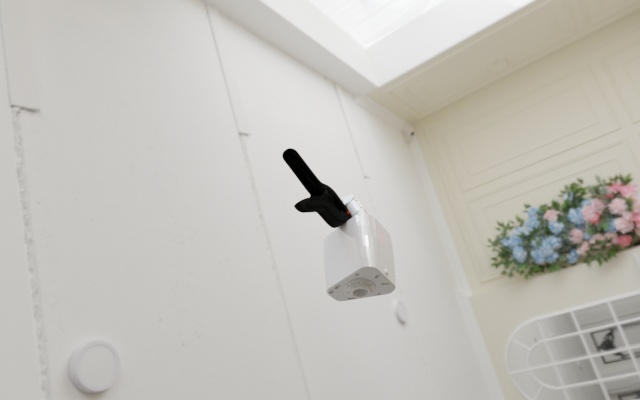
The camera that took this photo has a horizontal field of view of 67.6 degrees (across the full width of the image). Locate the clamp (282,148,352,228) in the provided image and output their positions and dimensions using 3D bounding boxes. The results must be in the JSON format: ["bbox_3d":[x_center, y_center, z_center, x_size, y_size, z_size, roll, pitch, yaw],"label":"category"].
[{"bbox_3d":[0.000,0.003,0.763,0.039,0.120,0.171,-28,-48,25],"label":"clamp"}]
